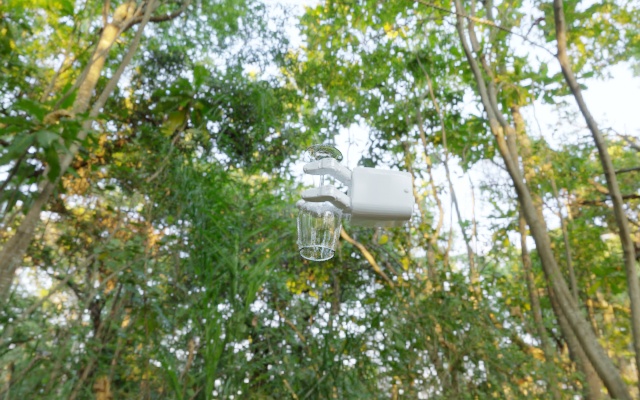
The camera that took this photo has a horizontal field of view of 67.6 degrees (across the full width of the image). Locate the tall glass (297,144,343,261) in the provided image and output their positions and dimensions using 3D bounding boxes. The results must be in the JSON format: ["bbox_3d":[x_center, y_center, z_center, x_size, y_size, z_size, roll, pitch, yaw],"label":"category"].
[{"bbox_3d":[0.000,0.002,0.848,0.079,0.201,0.079,3,-29,2],"label":"tall glass"}]
